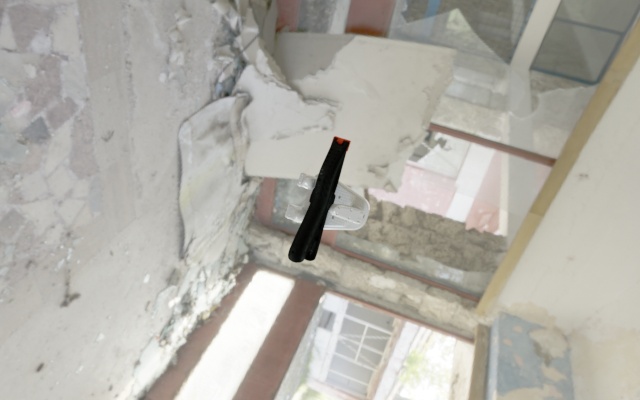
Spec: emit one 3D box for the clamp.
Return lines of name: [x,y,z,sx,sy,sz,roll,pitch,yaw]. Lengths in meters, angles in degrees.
clamp: [0.001,0.002,0.732,0.036,0.210,0.164,18,3,6]
